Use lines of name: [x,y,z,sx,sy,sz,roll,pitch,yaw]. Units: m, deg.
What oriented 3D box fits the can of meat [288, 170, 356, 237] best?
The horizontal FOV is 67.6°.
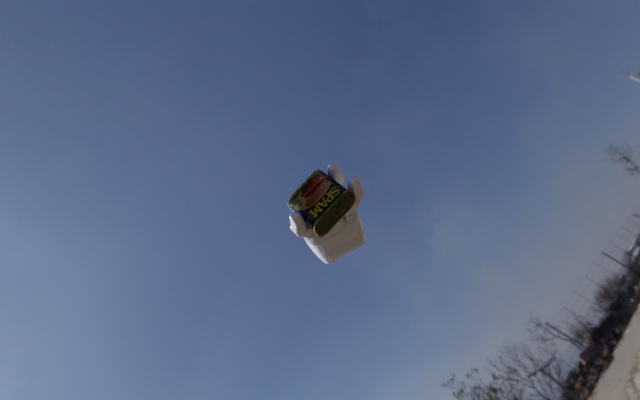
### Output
can of meat: [0.000,0.003,0.895,0.084,0.102,0.057,38,-10,31]
